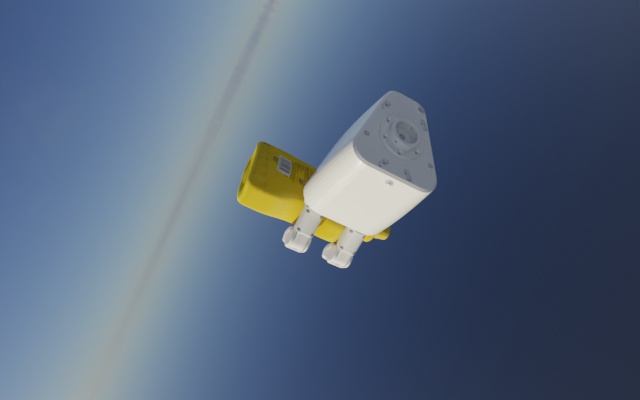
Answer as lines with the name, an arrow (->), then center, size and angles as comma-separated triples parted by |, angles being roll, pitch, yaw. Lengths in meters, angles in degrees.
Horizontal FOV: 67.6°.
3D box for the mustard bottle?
mustard bottle -> 0.000, 0.002, 0.574 | 0.191, 0.058, 0.096 | 25, 32, -15
